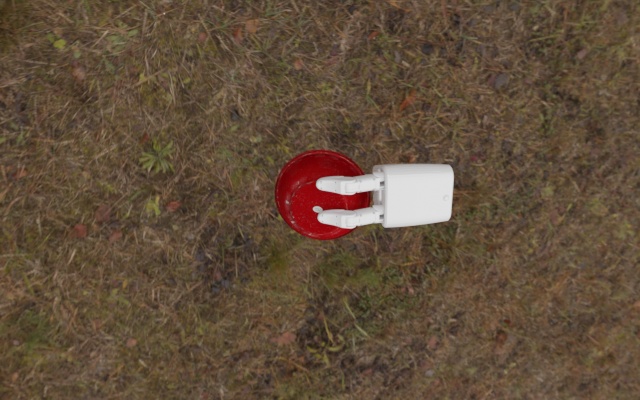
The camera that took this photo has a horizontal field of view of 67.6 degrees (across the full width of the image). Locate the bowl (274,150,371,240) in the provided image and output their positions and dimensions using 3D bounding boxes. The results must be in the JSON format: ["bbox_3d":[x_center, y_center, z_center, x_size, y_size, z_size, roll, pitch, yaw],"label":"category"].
[{"bbox_3d":[-0.001,0.003,0.770,0.162,0.162,0.055,0,22,7],"label":"bowl"}]
